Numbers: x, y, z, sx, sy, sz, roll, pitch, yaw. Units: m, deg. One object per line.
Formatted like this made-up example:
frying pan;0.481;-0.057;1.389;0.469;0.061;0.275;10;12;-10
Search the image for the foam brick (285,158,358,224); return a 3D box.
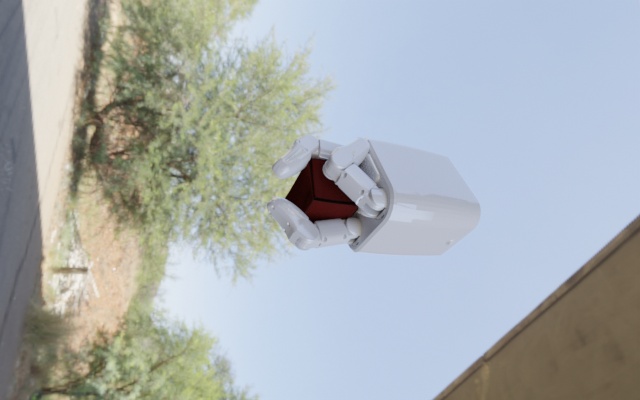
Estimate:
foam brick;0.000;0.002;0.495;0.051;0.053;0.078;7;-34;-22
